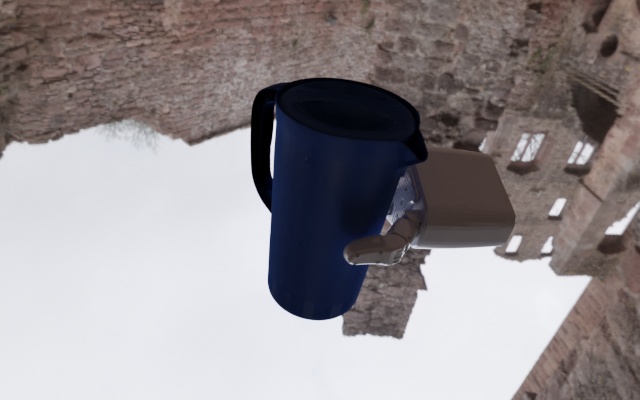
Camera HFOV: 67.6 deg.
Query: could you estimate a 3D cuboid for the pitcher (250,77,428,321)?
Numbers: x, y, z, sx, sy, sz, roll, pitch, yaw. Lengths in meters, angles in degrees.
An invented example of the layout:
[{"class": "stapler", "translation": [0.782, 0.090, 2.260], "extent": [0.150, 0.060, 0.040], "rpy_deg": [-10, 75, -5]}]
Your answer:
[{"class": "pitcher", "translation": [0.000, 0.002, 0.500], "extent": [0.145, 0.243, 0.149], "rpy_deg": [1, 35, -14]}]
